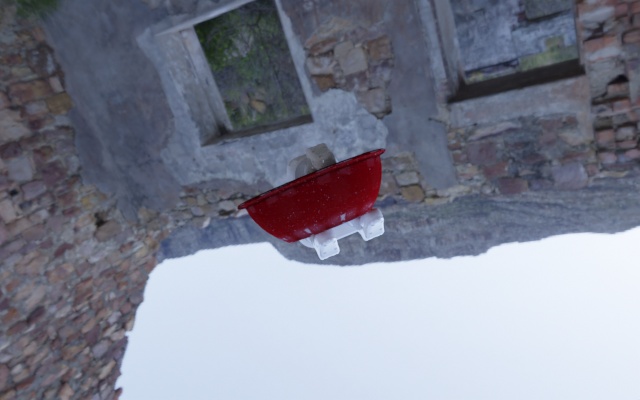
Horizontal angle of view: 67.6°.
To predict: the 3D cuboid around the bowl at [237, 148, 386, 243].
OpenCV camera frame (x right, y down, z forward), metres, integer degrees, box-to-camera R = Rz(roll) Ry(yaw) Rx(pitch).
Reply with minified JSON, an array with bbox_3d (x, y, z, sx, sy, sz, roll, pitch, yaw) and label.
[{"bbox_3d":[0.000,0.002,0.489,0.162,0.055,0.162,-22,-1,0],"label":"bowl"}]
